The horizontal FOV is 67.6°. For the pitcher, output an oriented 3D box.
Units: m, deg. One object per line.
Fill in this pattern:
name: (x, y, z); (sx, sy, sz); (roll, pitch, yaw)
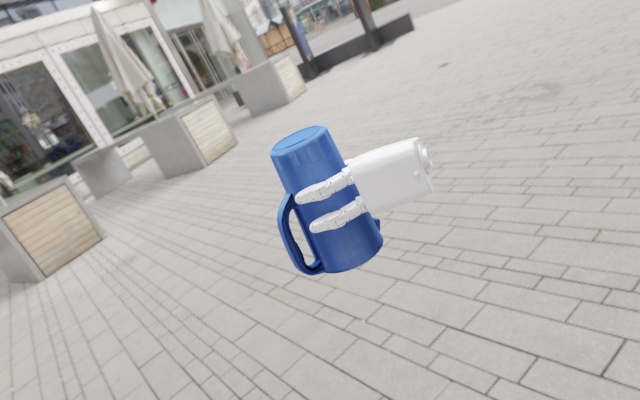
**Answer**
pitcher: (0.000, 0.003, 0.835); (0.145, 0.243, 0.149); (-18, 21, 20)
